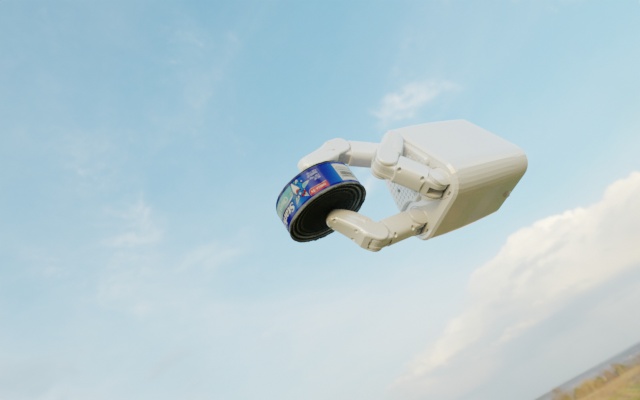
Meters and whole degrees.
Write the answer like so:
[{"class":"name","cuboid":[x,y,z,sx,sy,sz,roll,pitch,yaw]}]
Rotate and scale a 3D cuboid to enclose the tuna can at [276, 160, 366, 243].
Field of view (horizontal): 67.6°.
[{"class":"tuna can","cuboid":[0.000,0.001,0.467,0.086,0.033,0.086,-26,-29,-16]}]
